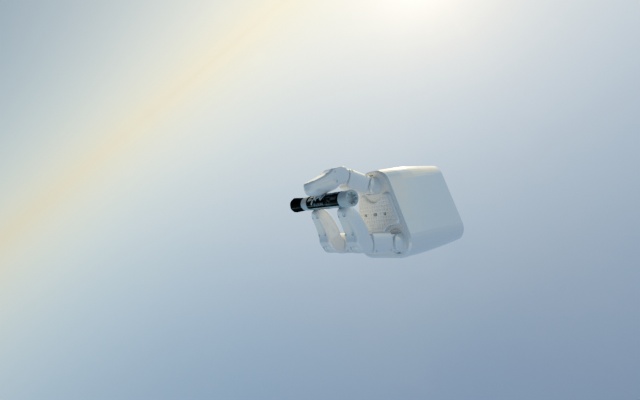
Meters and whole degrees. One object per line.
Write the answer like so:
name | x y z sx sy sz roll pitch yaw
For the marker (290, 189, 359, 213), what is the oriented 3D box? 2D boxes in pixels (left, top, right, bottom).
marker | 0.000 0.002 0.559 0.020 0.020 0.121 0 -5 -34
